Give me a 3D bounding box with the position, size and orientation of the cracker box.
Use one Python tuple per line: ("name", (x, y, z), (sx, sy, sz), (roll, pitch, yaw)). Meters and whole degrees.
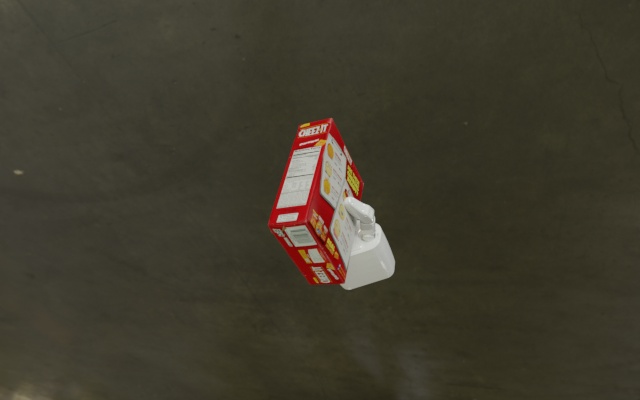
("cracker box", (0.000, 0.003, 0.768), (0.072, 0.213, 0.164), (-7, -42, 23))
